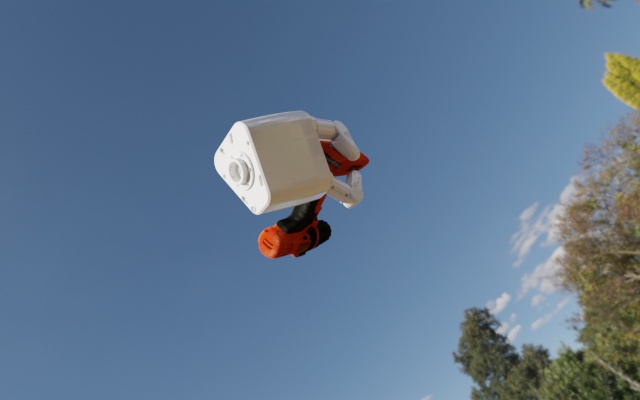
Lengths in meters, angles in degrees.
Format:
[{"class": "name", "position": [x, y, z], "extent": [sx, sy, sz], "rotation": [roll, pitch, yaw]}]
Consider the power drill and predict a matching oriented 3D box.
[{"class": "power drill", "position": [0.000, 0.002, 0.736], "extent": [0.057, 0.188, 0.184], "rotation": [35, 18, 19]}]
